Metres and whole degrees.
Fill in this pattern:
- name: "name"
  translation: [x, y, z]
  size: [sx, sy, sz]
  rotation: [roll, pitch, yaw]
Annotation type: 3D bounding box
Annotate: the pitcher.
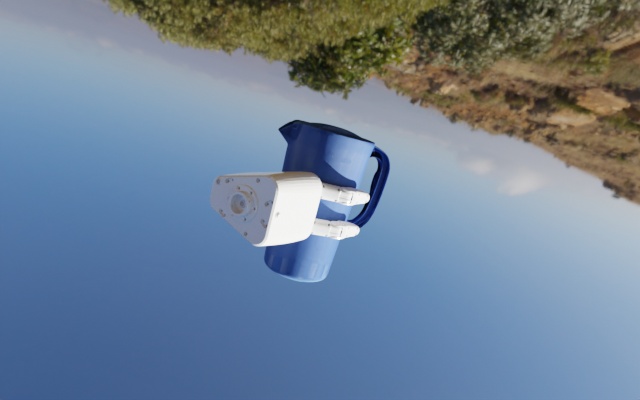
- name: "pitcher"
  translation: [0.000, 0.002, 0.760]
  size: [0.149, 0.243, 0.145]
  rotation: [22, 13, 27]
